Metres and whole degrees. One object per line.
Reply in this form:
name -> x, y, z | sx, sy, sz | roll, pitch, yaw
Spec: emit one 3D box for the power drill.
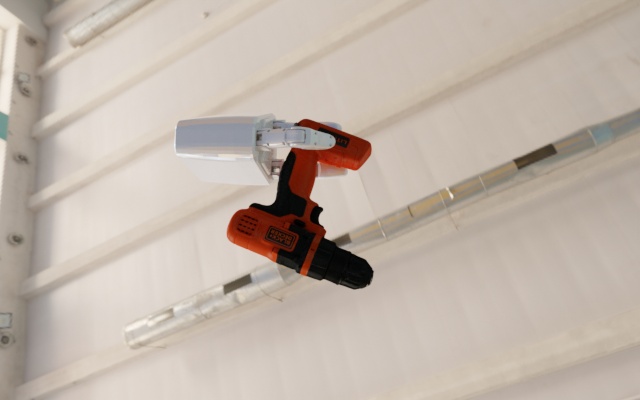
power drill -> 0.000, 0.001, 0.596 | 0.184, 0.187, 0.057 | 22, -22, 2
